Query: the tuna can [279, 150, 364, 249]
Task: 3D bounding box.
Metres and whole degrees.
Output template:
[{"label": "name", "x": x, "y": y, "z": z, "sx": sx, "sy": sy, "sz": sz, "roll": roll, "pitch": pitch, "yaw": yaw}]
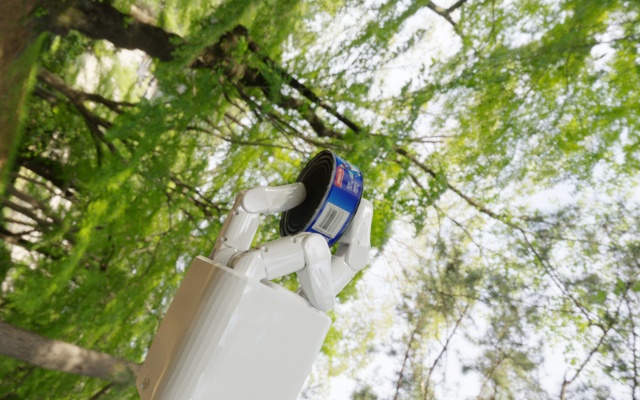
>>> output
[{"label": "tuna can", "x": 0.001, "y": 0.002, "z": 0.416, "sx": 0.034, "sy": 0.086, "sz": 0.086, "roll": 27, "pitch": -11, "yaw": -21}]
